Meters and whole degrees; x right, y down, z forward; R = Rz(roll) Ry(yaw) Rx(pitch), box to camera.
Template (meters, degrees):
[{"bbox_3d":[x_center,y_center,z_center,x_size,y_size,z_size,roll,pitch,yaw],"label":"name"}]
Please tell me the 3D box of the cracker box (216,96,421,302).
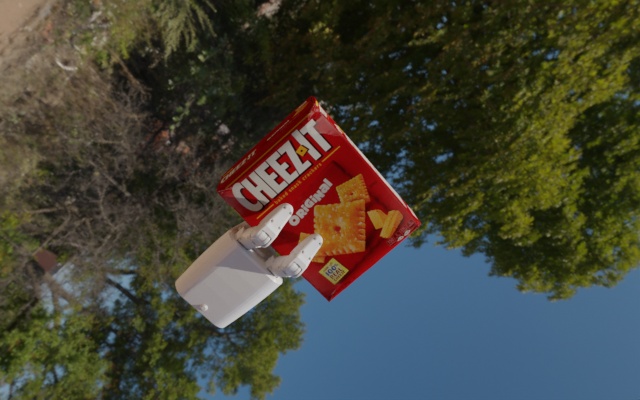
[{"bbox_3d":[0.000,0.002,0.620,0.164,0.214,0.072,-41,17,9],"label":"cracker box"}]
